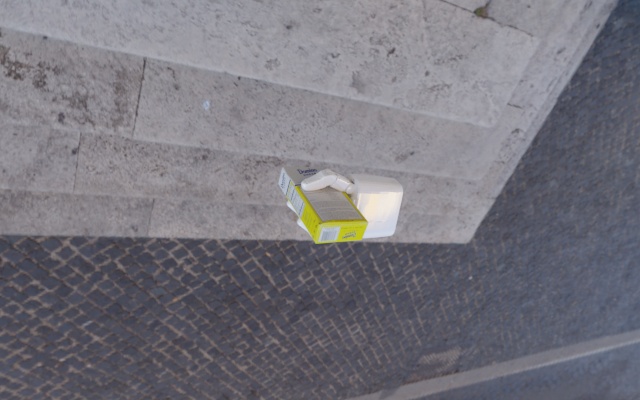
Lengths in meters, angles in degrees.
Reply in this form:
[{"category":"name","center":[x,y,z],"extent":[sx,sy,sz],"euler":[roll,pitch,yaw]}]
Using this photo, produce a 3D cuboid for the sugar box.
[{"category":"sugar box","center":[0.000,0.003,0.837],"extent":[0.093,0.048,0.176],"euler":[-1,33,-28]}]
